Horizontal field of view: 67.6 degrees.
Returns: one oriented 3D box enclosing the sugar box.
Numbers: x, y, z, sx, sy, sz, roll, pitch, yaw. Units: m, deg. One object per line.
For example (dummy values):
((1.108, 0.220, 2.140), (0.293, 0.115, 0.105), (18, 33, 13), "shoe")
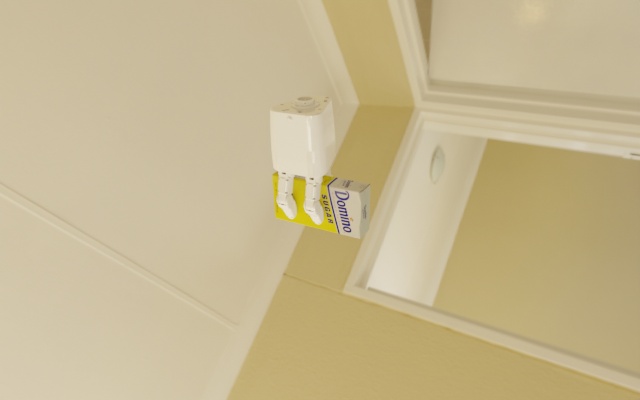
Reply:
((0.000, 0.003, 0.852), (0.176, 0.093, 0.048), (13, 31, 28), "sugar box")
